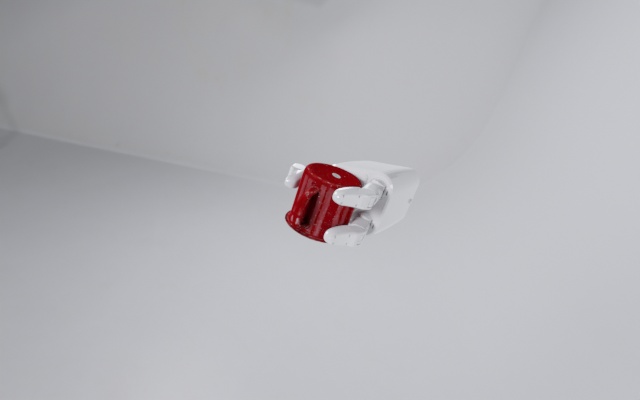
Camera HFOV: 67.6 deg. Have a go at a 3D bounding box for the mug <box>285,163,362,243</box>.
[{"bbox_3d":[-0.001,0.002,0.641,0.093,0.081,0.117,30,24,26],"label":"mug"}]
